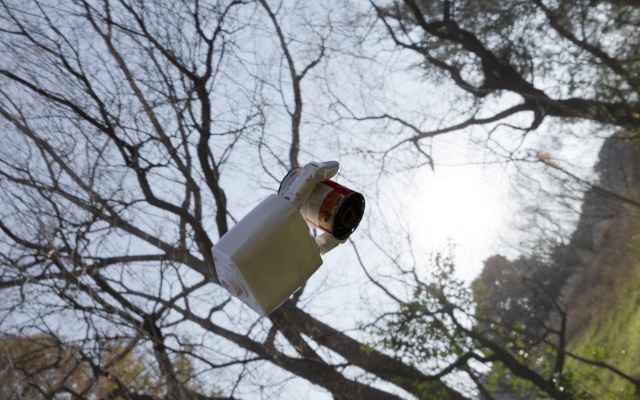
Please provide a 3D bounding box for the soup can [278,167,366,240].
[{"bbox_3d":[0.000,0.002,0.643,0.102,0.068,0.068,27,16,34],"label":"soup can"}]
